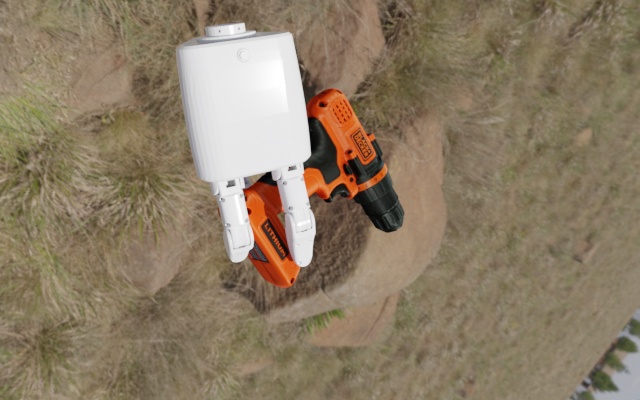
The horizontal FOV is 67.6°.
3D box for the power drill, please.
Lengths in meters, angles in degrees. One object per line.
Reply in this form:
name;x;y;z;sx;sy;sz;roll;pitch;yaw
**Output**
power drill;0.000;0.002;0.505;0.187;0.184;0.057;-44;23;-29
